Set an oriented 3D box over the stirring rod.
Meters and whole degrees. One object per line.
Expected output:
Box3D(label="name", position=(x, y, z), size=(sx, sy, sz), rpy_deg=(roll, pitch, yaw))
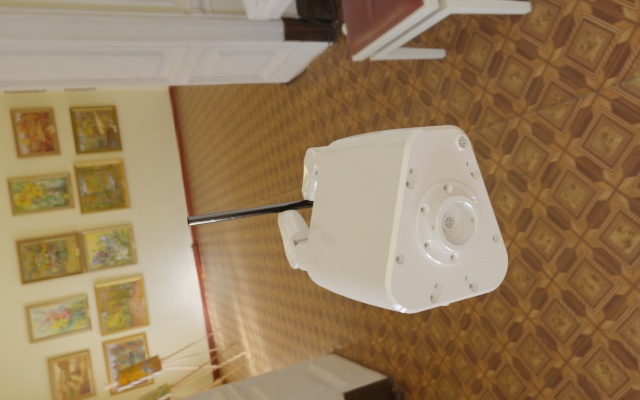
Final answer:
Box3D(label="stirring rod", position=(0.000, 0.001, 0.440), size=(0.239, 0.011, 0.011), rpy_deg=(-8, 3, -25))
